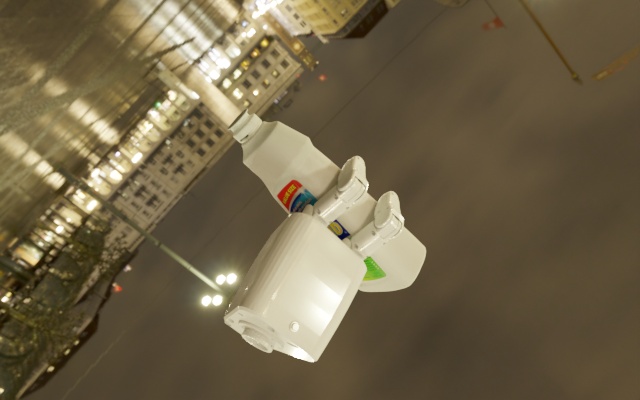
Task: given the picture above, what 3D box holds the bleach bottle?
[{"bbox_3d":[0.000,0.002,0.516,0.251,0.068,0.102,43,-30,-21],"label":"bleach bottle"}]
